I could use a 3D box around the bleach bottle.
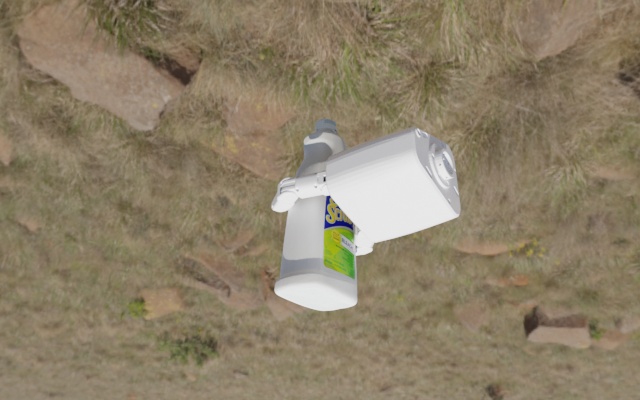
[{"bbox_3d":[0.000,0.002,0.595,0.068,0.250,0.103,-18,-34,31],"label":"bleach bottle"}]
